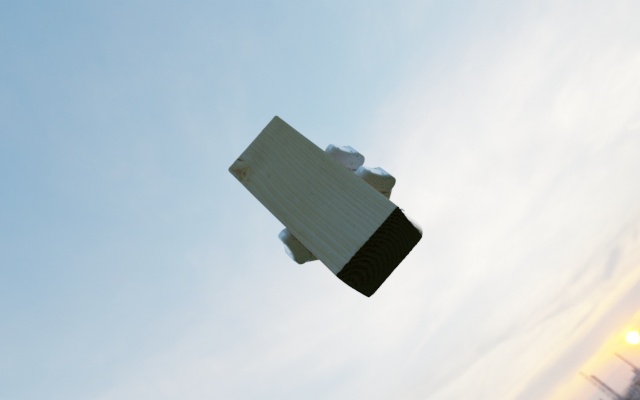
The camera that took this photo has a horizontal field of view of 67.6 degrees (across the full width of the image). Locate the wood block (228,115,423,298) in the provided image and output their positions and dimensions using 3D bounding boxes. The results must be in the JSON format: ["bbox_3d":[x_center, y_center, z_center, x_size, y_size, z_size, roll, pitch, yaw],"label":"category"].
[{"bbox_3d":[0.000,0.002,0.538,0.206,0.091,0.090,40,-1,37],"label":"wood block"}]
